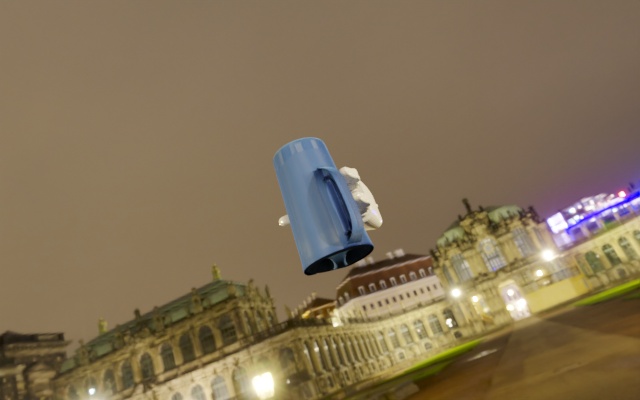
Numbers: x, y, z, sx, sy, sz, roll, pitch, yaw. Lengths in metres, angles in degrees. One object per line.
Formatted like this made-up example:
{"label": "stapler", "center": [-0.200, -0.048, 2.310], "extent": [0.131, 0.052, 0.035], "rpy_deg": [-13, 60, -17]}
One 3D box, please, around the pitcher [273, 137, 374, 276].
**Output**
{"label": "pitcher", "center": [0.000, 0.003, 0.881], "extent": [0.149, 0.242, 0.145], "rpy_deg": [-27, -22, 16]}
